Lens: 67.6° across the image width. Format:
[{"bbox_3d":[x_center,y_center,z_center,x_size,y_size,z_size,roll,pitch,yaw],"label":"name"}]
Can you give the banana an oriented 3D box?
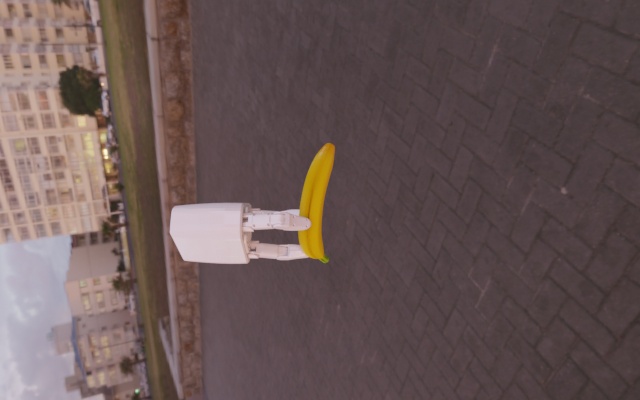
[{"bbox_3d":[-0.007,0.008,0.753,0.037,0.198,0.069,9,11,22],"label":"banana"}]
